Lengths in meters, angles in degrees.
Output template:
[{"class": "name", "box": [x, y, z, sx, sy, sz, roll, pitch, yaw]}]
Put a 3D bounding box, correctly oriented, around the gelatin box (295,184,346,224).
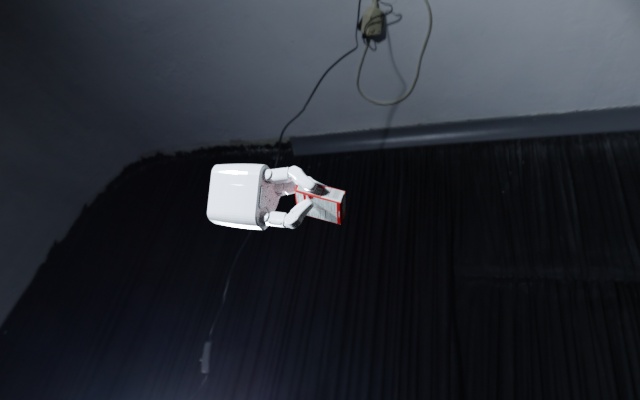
[{"class": "gelatin box", "box": [0.000, 0.003, 0.862, 0.089, 0.030, 0.073, 15, -32, 13]}]
